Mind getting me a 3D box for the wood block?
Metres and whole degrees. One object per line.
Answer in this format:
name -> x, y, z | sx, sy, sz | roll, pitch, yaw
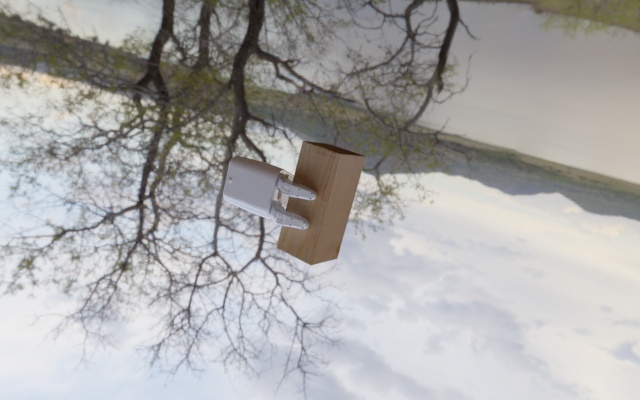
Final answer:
wood block -> 0.000, 0.003, 0.885 | 0.090, 0.206, 0.091 | 23, 15, 31
